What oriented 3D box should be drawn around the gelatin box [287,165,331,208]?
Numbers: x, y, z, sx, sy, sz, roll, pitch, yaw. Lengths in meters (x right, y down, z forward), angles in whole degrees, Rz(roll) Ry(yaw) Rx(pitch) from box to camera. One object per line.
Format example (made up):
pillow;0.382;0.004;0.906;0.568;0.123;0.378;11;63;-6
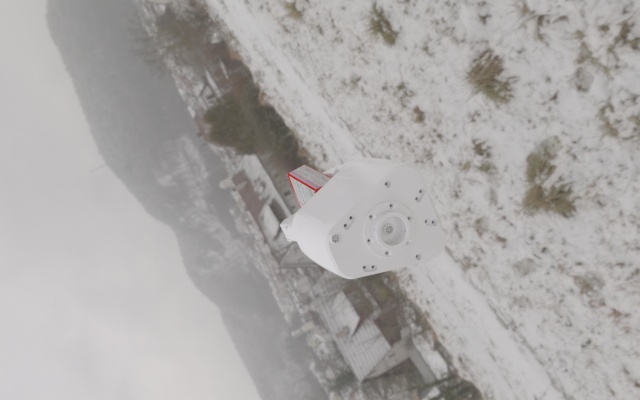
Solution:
gelatin box;0.000;0.002;0.575;0.030;0.073;0.089;-29;26;-17
